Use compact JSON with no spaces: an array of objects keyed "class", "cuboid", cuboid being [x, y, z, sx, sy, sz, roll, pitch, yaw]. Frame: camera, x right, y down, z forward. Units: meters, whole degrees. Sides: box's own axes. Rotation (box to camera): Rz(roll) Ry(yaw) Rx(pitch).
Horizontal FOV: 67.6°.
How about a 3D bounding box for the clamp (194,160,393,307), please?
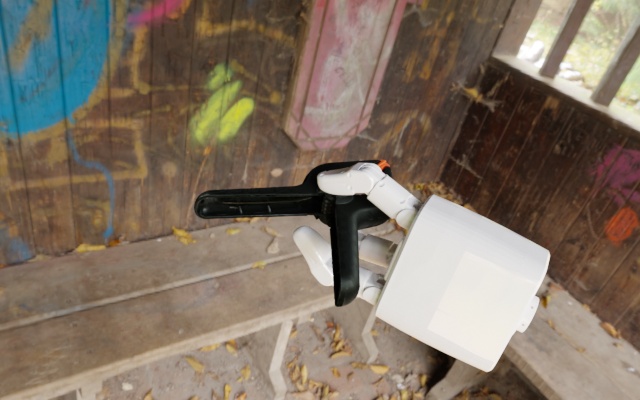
[{"class":"clamp","cuboid":[0.001,0.001,0.451,0.164,0.036,0.210,25,35,19]}]
